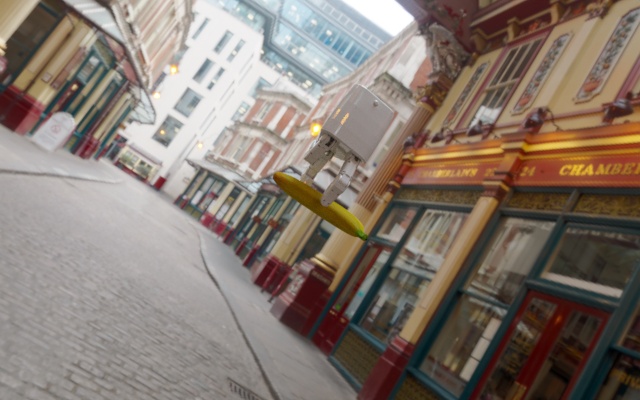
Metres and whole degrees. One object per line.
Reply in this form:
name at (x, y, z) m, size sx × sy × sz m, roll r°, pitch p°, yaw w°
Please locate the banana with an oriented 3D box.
banana at (0.004, 0.008, 0.847) m, size 0.198 × 0.037 × 0.070 m, roll 33°, pitch -9°, yaw 8°
